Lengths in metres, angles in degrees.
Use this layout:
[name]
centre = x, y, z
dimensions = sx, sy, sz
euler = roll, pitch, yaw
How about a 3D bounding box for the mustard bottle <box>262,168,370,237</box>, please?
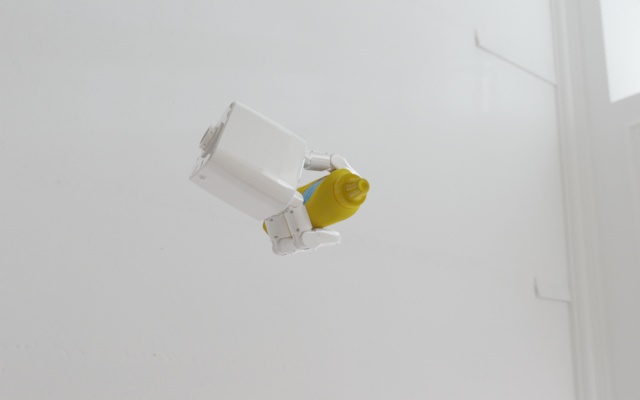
[mustard bottle]
centre = 0.000, 0.002, 0.622
dimensions = 0.096, 0.058, 0.192
euler = -43, 11, -32
